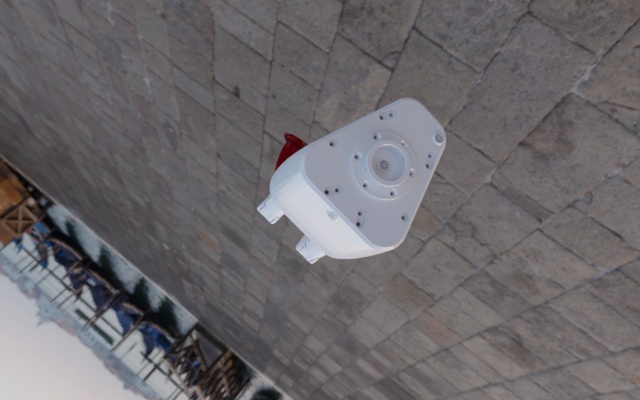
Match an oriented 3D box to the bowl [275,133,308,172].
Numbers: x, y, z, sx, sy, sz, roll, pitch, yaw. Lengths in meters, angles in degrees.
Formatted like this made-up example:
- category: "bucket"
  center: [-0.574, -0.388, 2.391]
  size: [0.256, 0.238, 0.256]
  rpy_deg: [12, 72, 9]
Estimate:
- category: "bowl"
  center: [0.000, 0.002, 0.528]
  size: [0.162, 0.055, 0.162]
  rpy_deg: [44, -4, 4]
